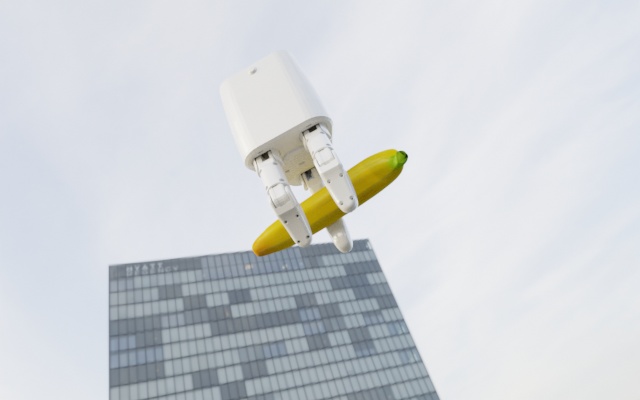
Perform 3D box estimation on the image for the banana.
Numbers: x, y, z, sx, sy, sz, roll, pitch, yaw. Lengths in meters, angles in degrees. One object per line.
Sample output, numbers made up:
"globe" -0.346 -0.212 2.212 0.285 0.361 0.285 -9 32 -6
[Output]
"banana" 0.012 -0.001 0.487 0.198 0.037 0.069 -35 -15 27
